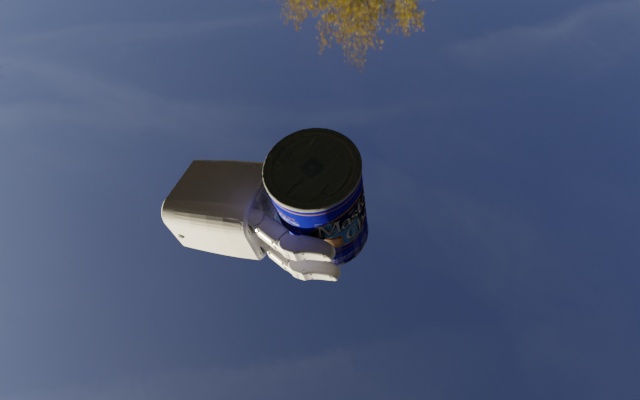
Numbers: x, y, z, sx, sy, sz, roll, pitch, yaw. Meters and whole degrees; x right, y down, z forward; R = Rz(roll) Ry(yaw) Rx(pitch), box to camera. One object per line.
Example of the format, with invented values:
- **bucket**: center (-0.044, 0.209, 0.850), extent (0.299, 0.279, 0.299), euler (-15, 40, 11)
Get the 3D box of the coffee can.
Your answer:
- **coffee can**: center (0.000, 0.002, 0.542), extent (0.103, 0.102, 0.140), euler (0, -32, 9)
